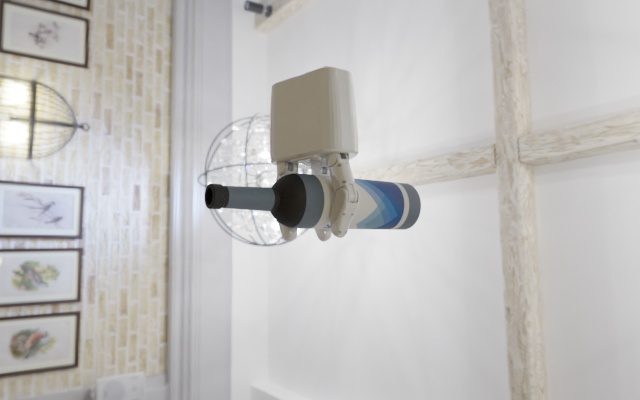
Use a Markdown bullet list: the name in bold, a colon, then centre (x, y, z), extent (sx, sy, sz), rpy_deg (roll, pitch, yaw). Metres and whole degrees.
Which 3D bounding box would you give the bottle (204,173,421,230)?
- **bottle**: centre (0.000, 0.002, 0.595), extent (0.296, 0.069, 0.069), rpy_deg (3, -2, -36)
